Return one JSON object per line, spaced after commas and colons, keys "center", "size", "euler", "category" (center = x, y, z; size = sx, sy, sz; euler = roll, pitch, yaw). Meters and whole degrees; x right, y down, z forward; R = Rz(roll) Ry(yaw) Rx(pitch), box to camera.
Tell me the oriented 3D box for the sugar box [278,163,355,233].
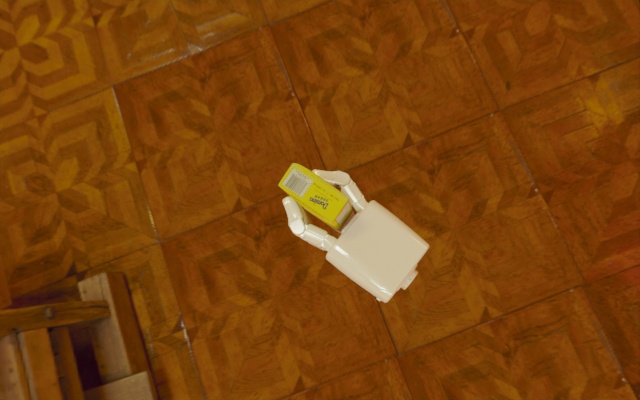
{"center": [0.000, 0.003, 0.716], "size": [0.093, 0.048, 0.176], "euler": [35, -6, 11], "category": "sugar box"}
